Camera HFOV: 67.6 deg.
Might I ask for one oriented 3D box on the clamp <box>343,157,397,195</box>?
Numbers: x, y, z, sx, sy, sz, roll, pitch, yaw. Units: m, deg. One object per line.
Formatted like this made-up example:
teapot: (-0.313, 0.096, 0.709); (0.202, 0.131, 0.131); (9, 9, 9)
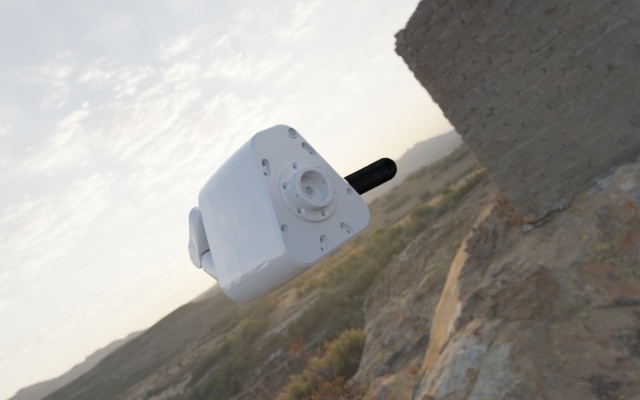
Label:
clamp: (0.000, 0.001, 0.499); (0.171, 0.039, 0.120); (-34, 3, -40)
